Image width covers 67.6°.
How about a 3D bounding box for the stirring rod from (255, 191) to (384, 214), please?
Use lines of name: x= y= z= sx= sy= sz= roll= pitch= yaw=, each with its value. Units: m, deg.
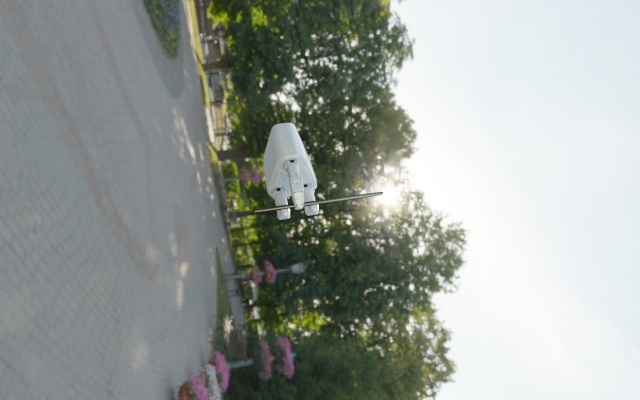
stirring rod: x=0.000 y=0.003 z=0.874 sx=0.239 sy=0.011 sz=0.011 roll=-8 pitch=1 yaw=-8
